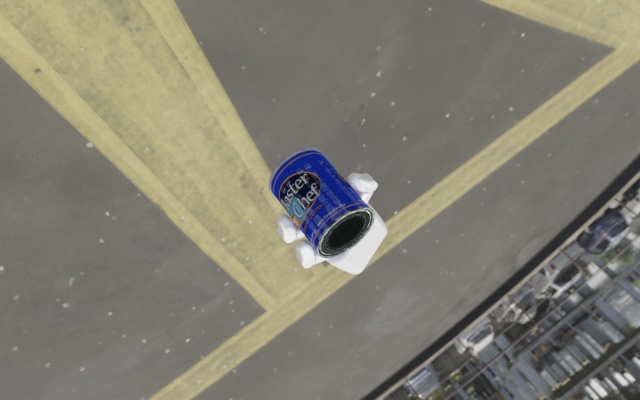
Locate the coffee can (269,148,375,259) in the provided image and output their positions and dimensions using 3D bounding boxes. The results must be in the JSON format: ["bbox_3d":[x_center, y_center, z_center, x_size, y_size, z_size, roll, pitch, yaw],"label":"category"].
[{"bbox_3d":[0.000,0.002,0.724,0.103,0.103,0.140,0,42,-47],"label":"coffee can"}]
